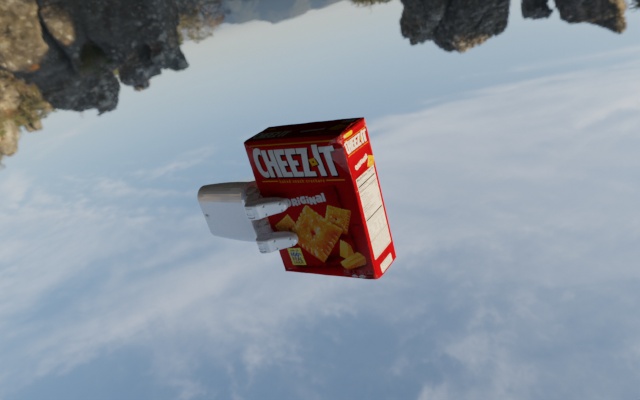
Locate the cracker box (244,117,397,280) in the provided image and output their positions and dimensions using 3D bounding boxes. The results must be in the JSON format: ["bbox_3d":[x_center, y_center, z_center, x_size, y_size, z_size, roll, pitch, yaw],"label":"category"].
[{"bbox_3d":[0.000,0.002,0.667,0.164,0.214,0.072,0,28,34],"label":"cracker box"}]
